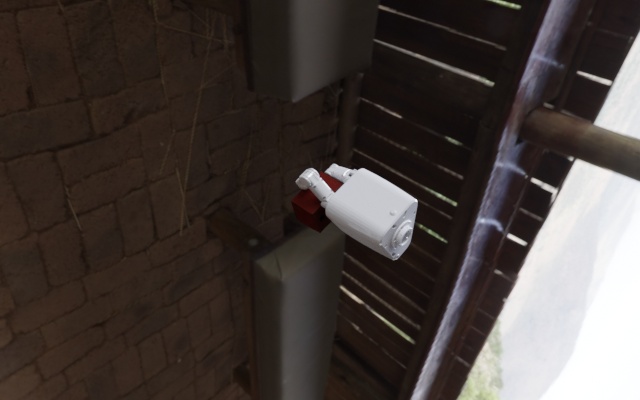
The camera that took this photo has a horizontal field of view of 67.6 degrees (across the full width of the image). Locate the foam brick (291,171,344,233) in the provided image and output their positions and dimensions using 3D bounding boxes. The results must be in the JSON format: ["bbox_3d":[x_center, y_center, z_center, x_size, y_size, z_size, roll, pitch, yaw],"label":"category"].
[{"bbox_3d":[0.000,0.003,0.775,0.051,0.078,0.053,32,-23,31],"label":"foam brick"}]
